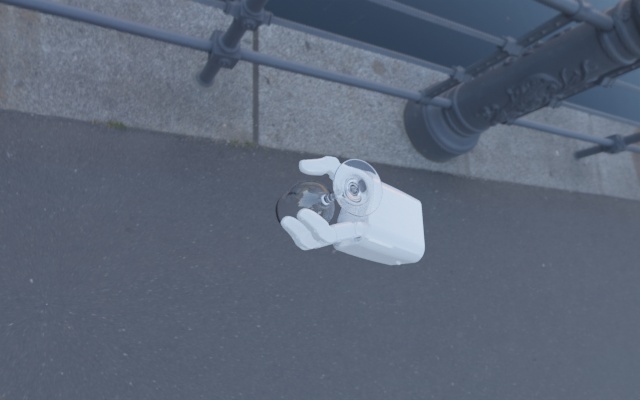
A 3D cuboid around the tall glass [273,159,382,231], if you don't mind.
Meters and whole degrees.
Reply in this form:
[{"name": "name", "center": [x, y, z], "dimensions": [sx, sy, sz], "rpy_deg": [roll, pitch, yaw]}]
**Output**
[{"name": "tall glass", "center": [0.000, 0.002, 0.685], "dimensions": [0.079, 0.079, 0.201], "rpy_deg": [0, -11, -30]}]
